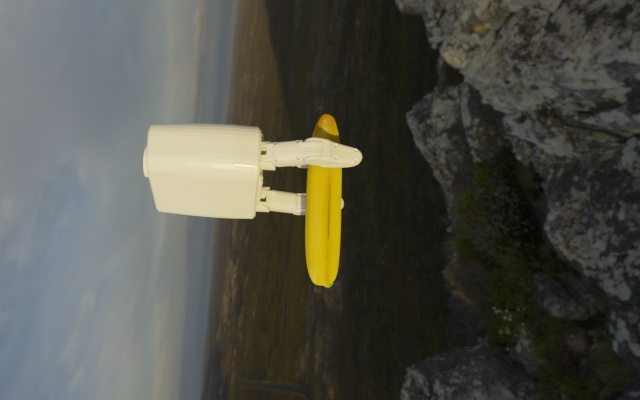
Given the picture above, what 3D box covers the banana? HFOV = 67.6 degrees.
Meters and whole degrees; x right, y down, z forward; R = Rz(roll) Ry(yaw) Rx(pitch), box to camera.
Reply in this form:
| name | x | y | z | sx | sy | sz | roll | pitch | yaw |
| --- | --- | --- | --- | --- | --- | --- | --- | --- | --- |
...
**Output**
| name | x | y | z | sx | sy | sz | roll | pitch | yaw |
| --- | --- | --- | --- | --- | --- | --- | --- | --- | --- |
| banana | 0.002 | 0.008 | 0.506 | 0.037 | 0.198 | 0.069 | 0 | 11 | -6 |
